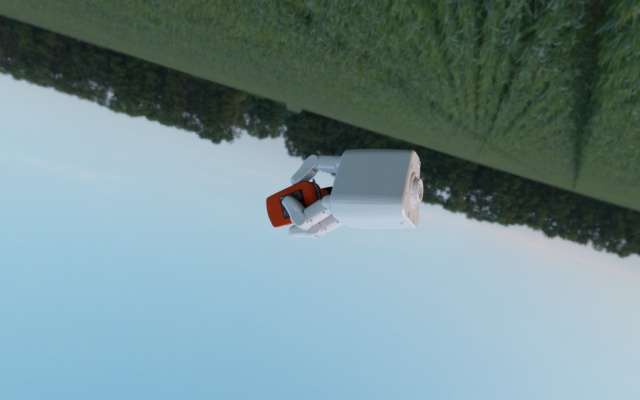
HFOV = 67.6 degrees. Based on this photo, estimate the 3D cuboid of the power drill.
[{"bbox_3d":[0.000,0.003,0.809,0.184,0.057,0.187,-23,-8,40],"label":"power drill"}]
